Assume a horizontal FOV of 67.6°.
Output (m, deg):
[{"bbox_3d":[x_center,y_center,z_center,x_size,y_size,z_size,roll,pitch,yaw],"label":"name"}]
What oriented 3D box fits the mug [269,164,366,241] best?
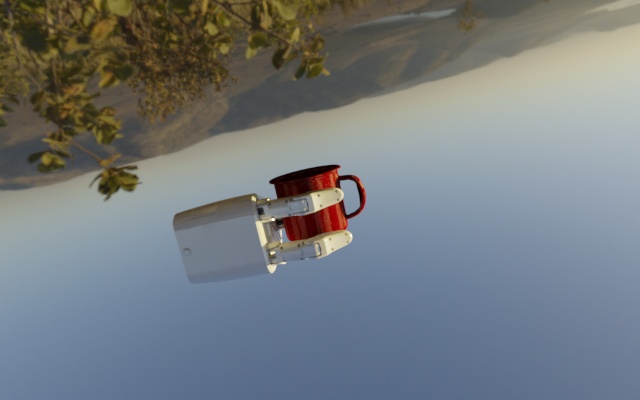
[{"bbox_3d":[0.002,0.002,0.608,0.117,0.081,0.093,-11,11,9],"label":"mug"}]
